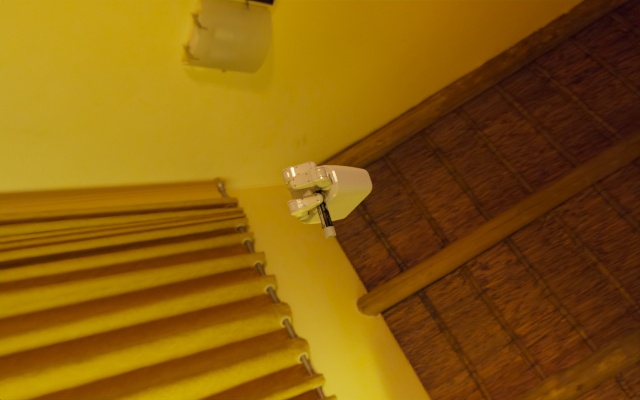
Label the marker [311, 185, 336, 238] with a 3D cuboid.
[{"bbox_3d":[0.000,0.003,0.794,0.020,0.121,0.020,-16,-12,-4],"label":"marker"}]
